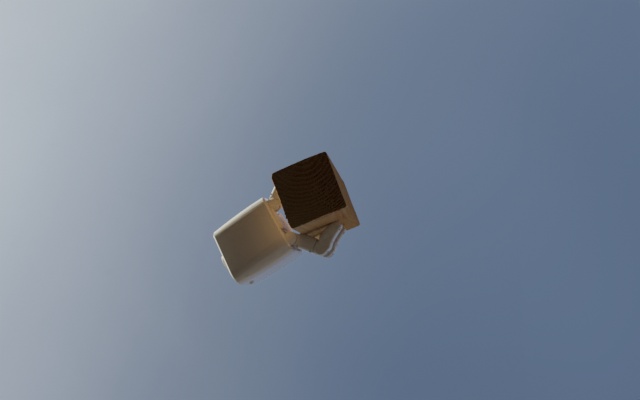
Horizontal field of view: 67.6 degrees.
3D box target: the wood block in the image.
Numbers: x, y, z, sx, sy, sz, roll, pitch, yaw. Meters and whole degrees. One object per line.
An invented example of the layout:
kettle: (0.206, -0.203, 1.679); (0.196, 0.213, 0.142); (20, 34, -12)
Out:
wood block: (0.000, 0.002, 0.782); (0.090, 0.090, 0.206); (-23, -13, 5)
